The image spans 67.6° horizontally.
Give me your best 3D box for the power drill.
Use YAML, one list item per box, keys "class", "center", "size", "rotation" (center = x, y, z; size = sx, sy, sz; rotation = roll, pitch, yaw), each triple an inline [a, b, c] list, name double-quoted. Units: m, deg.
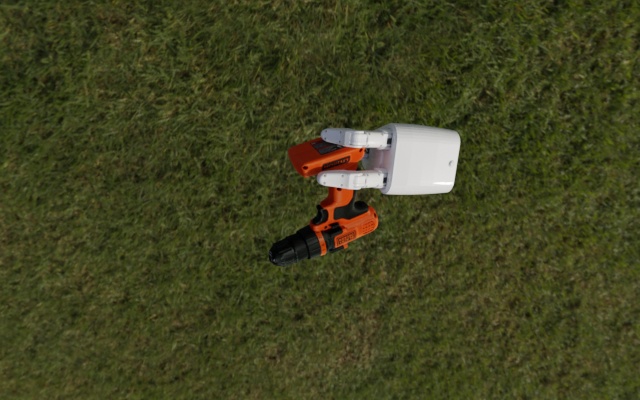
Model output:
- class: "power drill"
  center: [0.000, 0.002, 0.700]
  size: [0.184, 0.188, 0.057]
  rotation: [-22, 43, -21]
